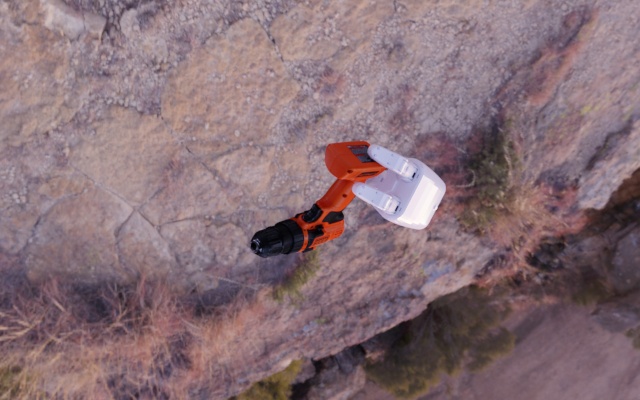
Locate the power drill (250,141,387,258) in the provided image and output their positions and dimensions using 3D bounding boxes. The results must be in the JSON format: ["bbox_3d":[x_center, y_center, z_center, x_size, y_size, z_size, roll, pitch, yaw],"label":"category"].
[{"bbox_3d":[0.001,0.002,0.682,0.184,0.057,0.188,-14,-32,-50],"label":"power drill"}]
